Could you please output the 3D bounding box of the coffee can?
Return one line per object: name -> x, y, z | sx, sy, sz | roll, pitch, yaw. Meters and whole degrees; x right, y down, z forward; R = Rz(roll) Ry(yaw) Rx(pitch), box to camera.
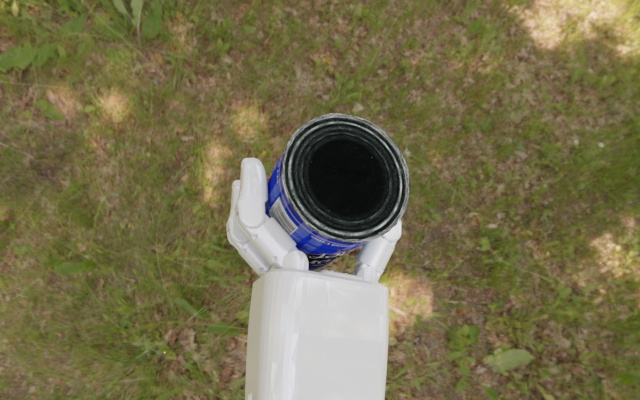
coffee can -> 0.000, 0.001, 0.418 | 0.103, 0.102, 0.140 | 0, -17, -18
